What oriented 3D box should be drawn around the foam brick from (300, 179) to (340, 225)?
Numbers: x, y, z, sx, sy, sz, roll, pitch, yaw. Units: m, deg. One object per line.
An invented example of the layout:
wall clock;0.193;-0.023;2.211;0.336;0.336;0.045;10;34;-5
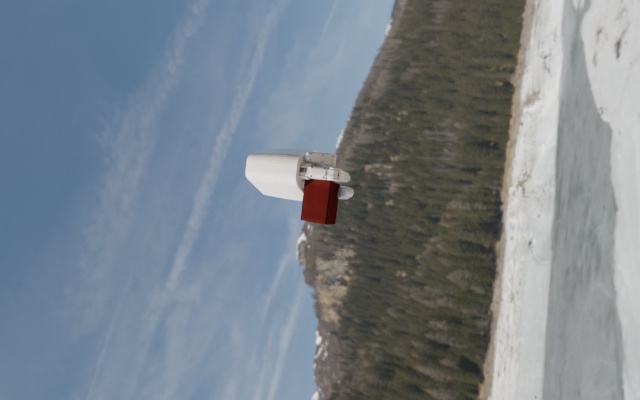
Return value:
foam brick;0.000;0.003;0.863;0.051;0.078;0.053;6;-2;19
